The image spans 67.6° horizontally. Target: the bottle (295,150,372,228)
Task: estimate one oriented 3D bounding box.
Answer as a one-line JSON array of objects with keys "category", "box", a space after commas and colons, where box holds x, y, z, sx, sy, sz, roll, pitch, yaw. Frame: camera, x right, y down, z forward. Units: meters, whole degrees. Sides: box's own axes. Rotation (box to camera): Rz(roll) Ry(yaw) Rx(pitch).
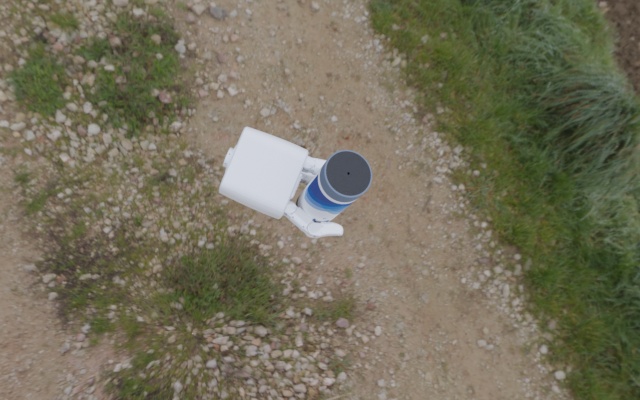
[{"category": "bottle", "box": [0.000, 0.002, 0.763, 0.069, 0.069, 0.296, 0, -15, -15]}]
